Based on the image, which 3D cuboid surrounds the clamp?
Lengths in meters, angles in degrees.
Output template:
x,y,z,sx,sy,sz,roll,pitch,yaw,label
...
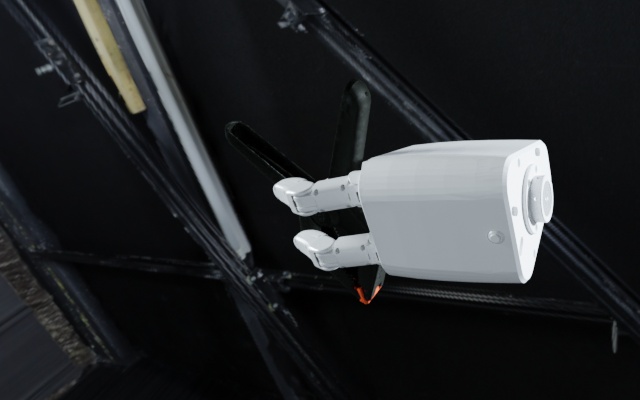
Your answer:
x,y,z,sx,sy,sz,roll,pitch,yaw,label
0.001,0.001,0.438,0.164,0.210,0.036,2,31,41,clamp
